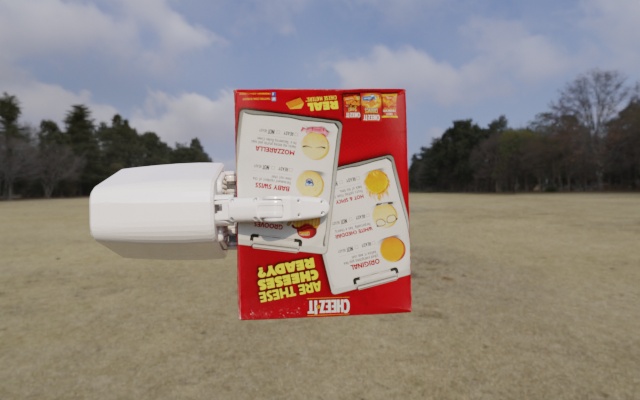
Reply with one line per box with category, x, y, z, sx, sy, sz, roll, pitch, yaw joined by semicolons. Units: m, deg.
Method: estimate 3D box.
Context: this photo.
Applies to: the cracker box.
cracker box;0.000;0.001;0.473;0.164;0.213;0.072;-1;-1;-4
